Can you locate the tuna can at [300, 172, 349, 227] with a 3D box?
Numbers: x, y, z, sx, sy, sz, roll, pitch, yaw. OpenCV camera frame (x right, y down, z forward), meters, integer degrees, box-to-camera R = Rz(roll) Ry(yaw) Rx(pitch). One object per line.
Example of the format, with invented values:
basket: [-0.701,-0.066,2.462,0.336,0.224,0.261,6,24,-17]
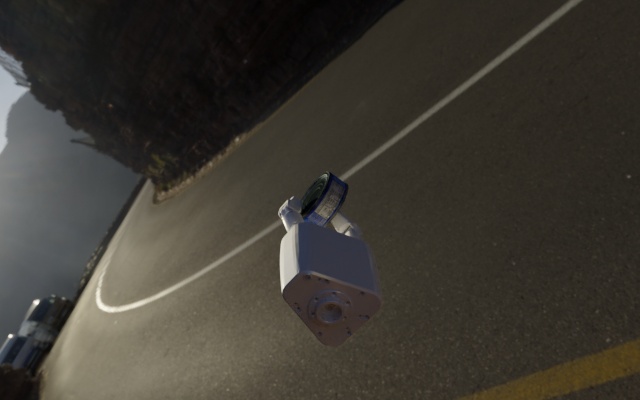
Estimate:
tuna can: [0.000,0.002,0.673,0.034,0.086,0.086,35,-10,-15]
